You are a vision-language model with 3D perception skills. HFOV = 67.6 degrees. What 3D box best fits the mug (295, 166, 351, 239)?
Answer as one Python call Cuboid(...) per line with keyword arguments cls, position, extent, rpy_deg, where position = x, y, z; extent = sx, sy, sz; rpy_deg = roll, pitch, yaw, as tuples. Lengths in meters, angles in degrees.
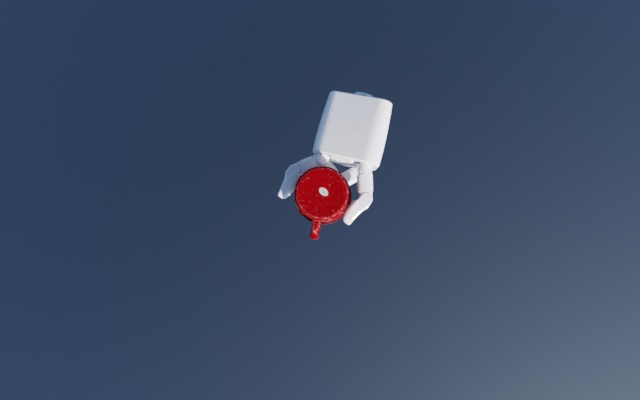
Cuboid(cls="mug", position=(0.000, 0.004, 0.742), extent=(0.093, 0.117, 0.081), rpy_deg=(14, -2, 2))
